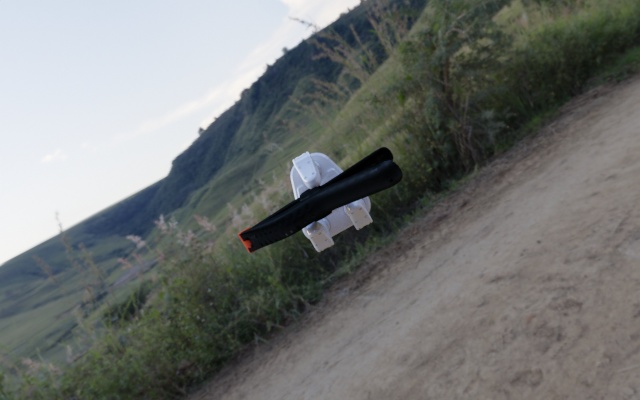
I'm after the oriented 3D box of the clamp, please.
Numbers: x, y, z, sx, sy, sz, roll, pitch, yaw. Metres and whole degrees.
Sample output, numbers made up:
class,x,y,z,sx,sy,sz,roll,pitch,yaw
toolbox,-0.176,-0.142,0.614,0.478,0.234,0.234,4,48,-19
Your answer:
class,x,y,z,sx,sy,sz,roll,pitch,yaw
clamp,-0.001,0.001,0.538,0.210,0.036,0.164,-30,6,3
